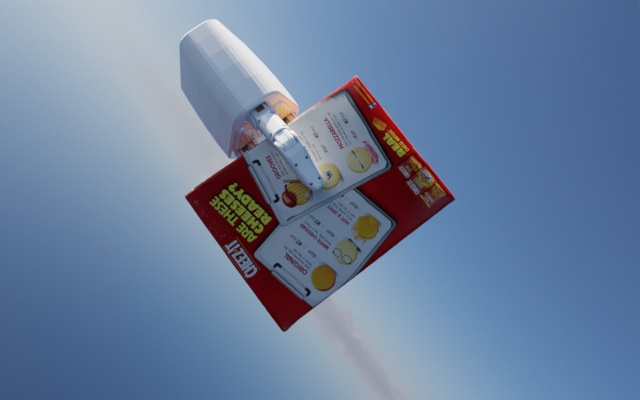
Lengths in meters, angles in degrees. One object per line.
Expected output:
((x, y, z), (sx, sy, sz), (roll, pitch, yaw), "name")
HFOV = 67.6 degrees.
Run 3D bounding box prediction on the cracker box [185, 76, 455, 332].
((0.000, 0.001, 0.495), (0.213, 0.164, 0.072), (-37, -7, -7), "cracker box")
